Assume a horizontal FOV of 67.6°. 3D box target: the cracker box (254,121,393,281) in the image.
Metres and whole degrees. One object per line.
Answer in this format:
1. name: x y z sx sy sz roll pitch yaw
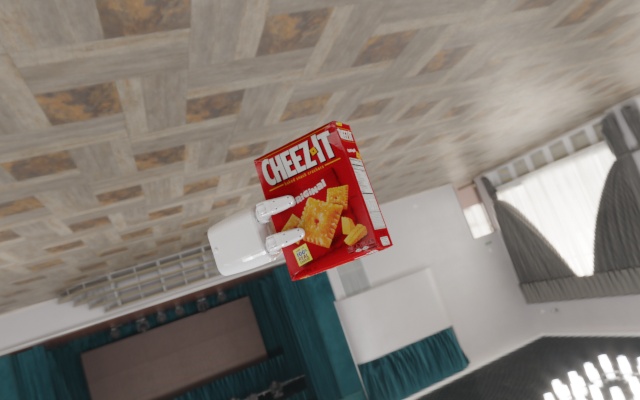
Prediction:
1. cracker box: 0.000 0.003 0.775 0.164 0.213 0.072 -23 -10 24
